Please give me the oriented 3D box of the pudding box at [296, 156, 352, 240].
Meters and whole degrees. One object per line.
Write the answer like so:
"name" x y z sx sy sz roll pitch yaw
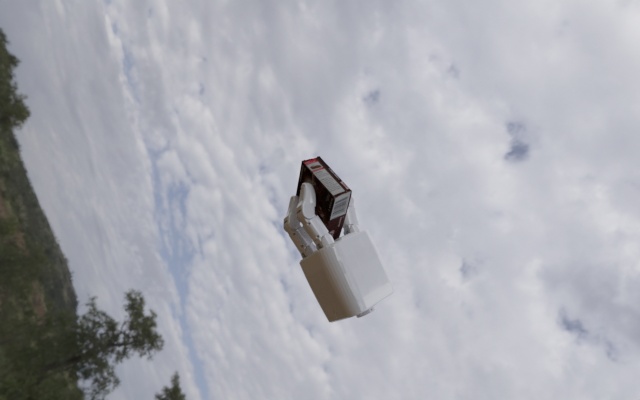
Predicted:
"pudding box" 0.000 0.002 0.741 0.039 0.114 0.090 -19 52 -32
